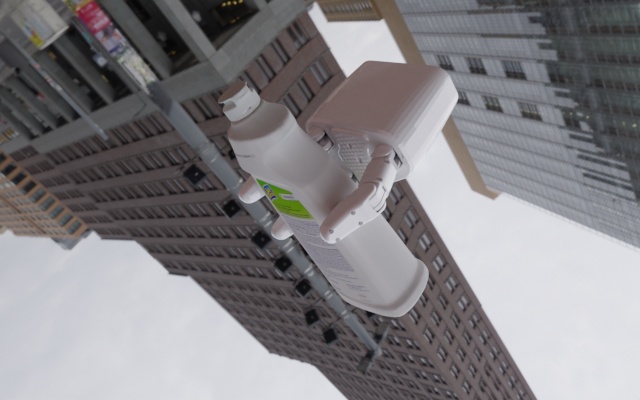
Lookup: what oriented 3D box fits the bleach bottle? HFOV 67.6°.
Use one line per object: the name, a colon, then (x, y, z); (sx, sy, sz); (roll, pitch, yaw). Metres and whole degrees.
bleach bottle: (0.000, 0.001, 0.435); (0.102, 0.068, 0.251); (4, -42, 49)
